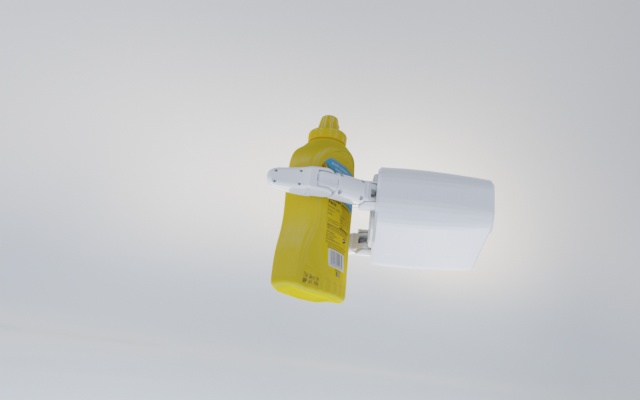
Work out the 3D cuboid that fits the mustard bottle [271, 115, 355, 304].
[{"bbox_3d":[0.000,0.002,0.482,0.058,0.191,0.096,-4,-22,30],"label":"mustard bottle"}]
